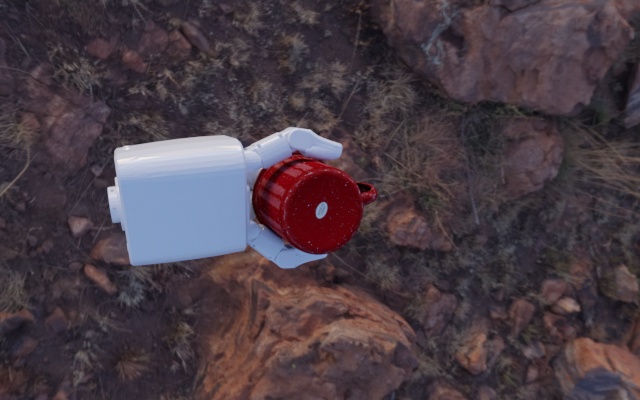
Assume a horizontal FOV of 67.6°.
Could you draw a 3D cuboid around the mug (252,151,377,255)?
[{"bbox_3d":[0.001,0.001,0.463,0.117,0.093,0.081,-8,14,-20],"label":"mug"}]
